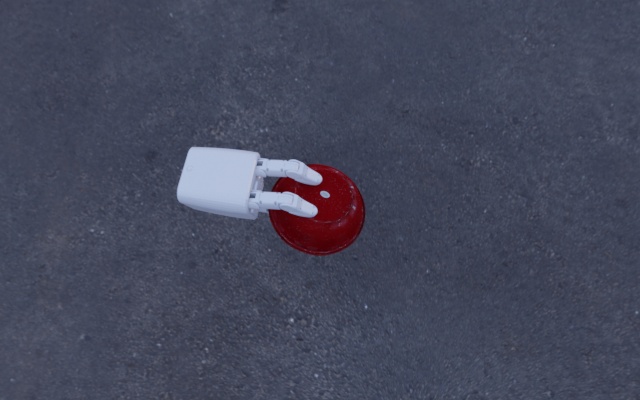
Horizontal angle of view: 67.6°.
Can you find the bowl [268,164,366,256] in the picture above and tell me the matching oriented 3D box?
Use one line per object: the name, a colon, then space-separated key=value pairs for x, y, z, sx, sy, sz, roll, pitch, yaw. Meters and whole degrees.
bowl: x=0.002 y=0.002 z=0.755 sx=0.162 sy=0.162 sz=0.055 roll=0 pitch=-23 yaw=-12
